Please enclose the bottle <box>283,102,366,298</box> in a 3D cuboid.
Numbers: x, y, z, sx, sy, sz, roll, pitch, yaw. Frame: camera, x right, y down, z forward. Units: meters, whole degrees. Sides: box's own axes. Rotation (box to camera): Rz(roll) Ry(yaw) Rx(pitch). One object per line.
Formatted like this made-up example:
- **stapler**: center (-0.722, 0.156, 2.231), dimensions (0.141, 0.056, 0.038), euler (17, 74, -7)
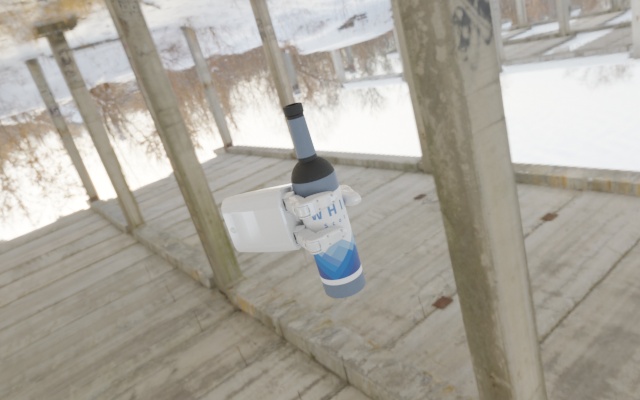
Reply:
- **bottle**: center (0.000, 0.003, 0.702), dimensions (0.069, 0.296, 0.069), euler (-14, 20, 5)
